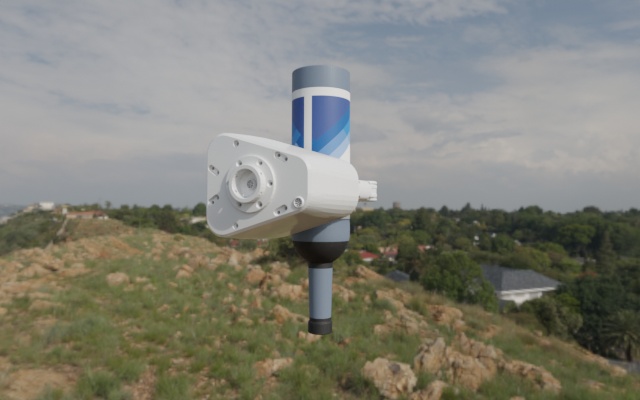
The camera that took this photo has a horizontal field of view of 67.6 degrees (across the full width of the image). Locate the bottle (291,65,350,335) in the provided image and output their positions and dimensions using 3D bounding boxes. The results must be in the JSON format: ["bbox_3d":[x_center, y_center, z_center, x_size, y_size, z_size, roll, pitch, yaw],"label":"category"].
[{"bbox_3d":[0.000,0.002,0.543,0.069,0.295,0.069,0,-1,0],"label":"bottle"}]
